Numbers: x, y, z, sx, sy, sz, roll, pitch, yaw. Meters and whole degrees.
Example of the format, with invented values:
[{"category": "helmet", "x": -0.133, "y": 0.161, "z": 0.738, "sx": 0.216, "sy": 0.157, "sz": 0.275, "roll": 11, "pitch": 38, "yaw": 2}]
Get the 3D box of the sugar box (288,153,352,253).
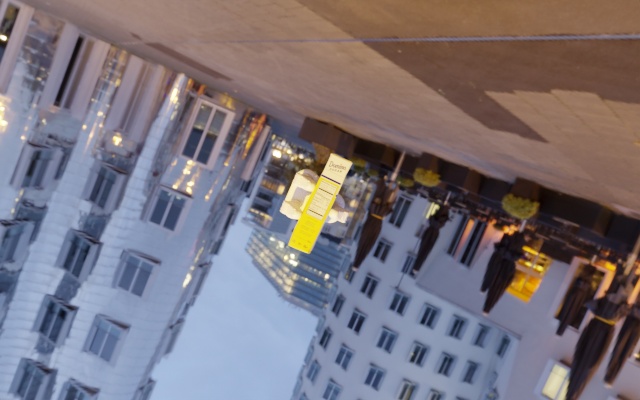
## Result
[{"category": "sugar box", "x": 0.000, "y": 0.003, "z": 0.855, "sx": 0.048, "sy": 0.176, "sz": 0.093, "roll": 23, "pitch": 4, "yaw": -1}]
